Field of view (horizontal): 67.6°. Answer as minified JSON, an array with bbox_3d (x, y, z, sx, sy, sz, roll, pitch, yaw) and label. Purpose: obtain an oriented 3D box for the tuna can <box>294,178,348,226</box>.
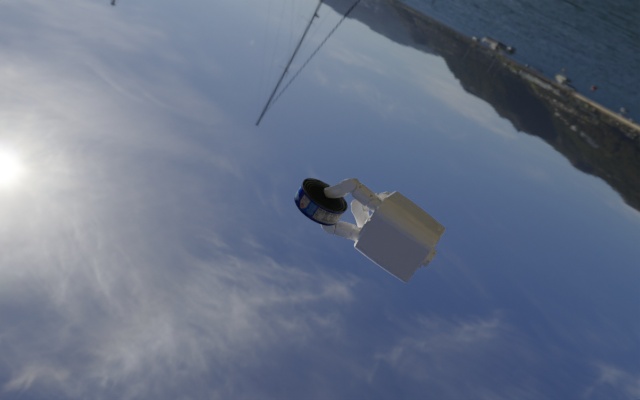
[{"bbox_3d":[0.000,0.003,0.793,0.086,0.034,0.086,27,26,-14],"label":"tuna can"}]
